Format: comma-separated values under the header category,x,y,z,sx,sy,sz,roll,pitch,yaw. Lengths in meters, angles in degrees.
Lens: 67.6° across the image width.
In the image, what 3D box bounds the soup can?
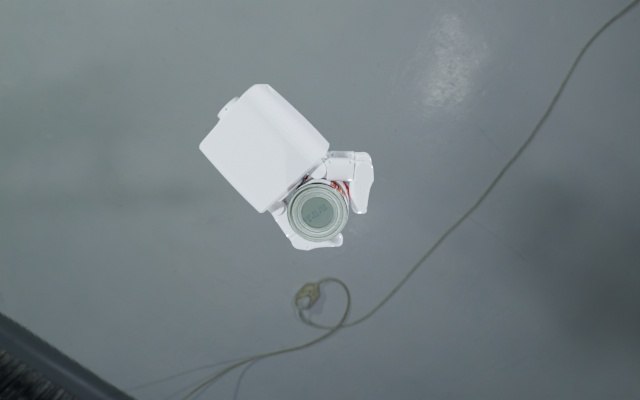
category,x,y,z,sx,sy,sz,roll,pitch,yaw
soup can,0.000,0.002,0.556,0.068,0.068,0.102,0,13,4
